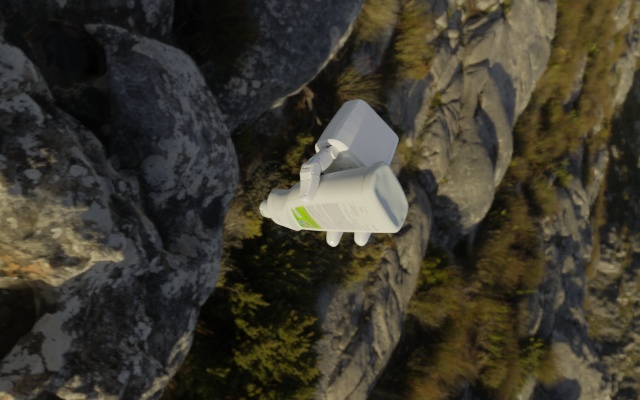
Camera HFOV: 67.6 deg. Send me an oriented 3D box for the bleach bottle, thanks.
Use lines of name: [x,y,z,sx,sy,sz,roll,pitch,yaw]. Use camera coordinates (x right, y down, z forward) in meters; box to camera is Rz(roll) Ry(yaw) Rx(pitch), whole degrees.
bleach bottle: [0.000,0.002,0.722,0.251,0.068,0.103,-3,-46,39]
